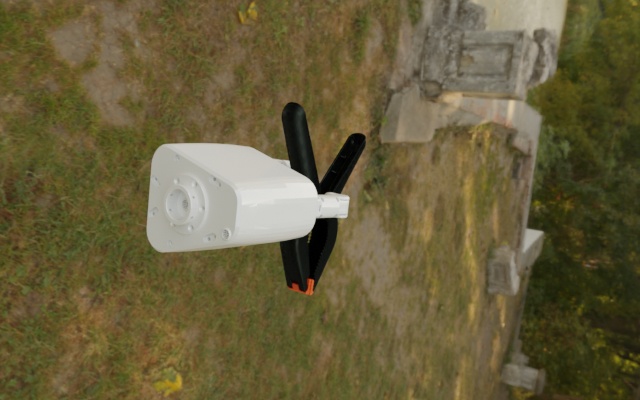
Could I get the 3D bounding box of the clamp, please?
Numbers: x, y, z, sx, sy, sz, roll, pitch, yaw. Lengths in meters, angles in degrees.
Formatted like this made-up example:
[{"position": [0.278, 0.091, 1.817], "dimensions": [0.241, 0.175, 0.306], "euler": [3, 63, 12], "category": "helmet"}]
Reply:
[{"position": [0.001, 0.002, 0.556], "dimensions": [0.036, 0.210, 0.164], "euler": [10, 7, 32], "category": "clamp"}]
